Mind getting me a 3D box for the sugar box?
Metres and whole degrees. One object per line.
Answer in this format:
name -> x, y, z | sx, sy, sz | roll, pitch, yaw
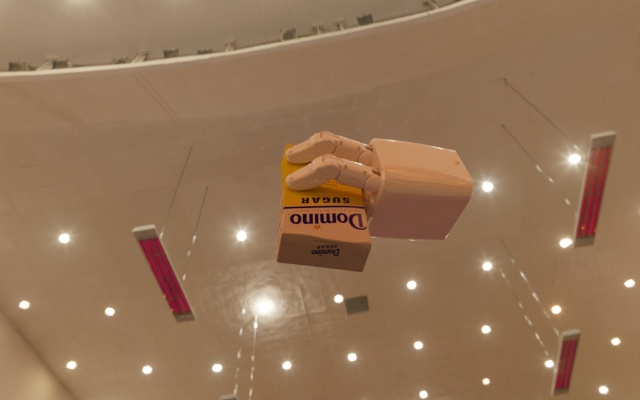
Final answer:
sugar box -> 0.000, 0.001, 0.544 | 0.093, 0.048, 0.176 | 8, 33, -9
